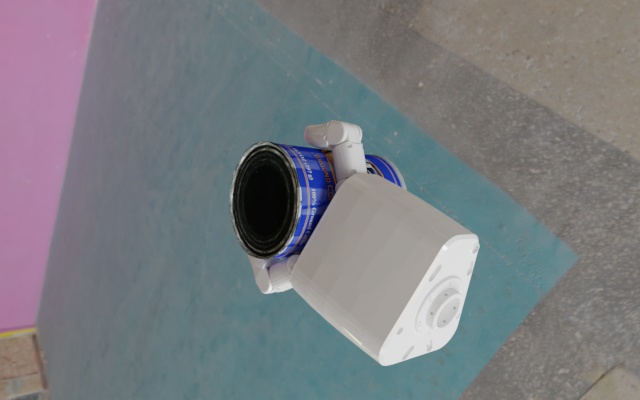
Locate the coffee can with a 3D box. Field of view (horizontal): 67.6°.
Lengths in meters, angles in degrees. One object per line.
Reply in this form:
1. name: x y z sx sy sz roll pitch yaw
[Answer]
1. coffee can: 0.000 0.001 0.456 0.140 0.103 0.103 2 -1 -42
